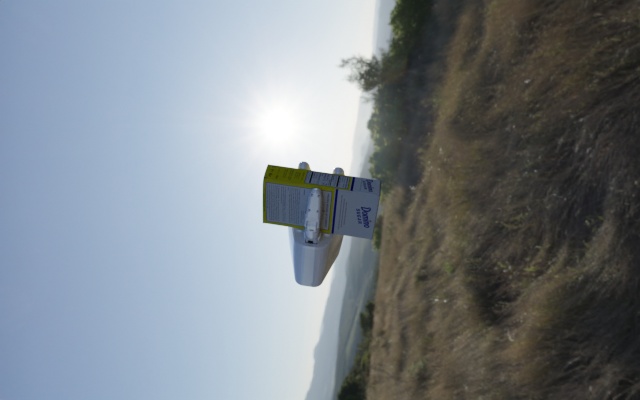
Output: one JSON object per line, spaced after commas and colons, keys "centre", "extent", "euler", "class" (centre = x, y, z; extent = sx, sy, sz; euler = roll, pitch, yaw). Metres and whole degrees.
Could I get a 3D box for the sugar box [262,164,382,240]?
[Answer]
{"centre": [0.000, 0.002, 0.736], "extent": [0.176, 0.093, 0.048], "euler": [7, 41, 2], "class": "sugar box"}
